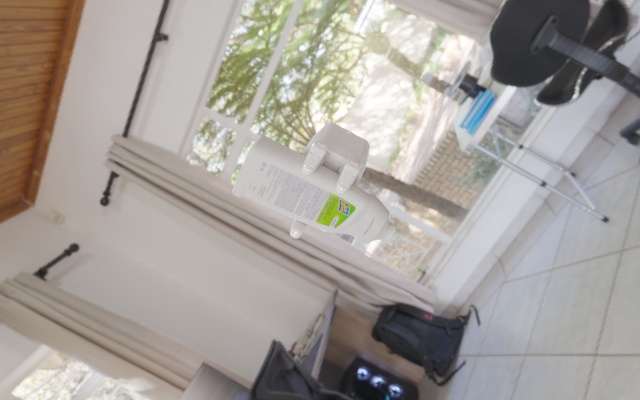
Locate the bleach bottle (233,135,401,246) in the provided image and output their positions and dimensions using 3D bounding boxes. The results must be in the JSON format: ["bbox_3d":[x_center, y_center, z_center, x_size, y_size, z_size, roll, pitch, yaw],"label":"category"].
[{"bbox_3d":[0.000,0.002,0.720,0.251,0.103,0.068,28,34,-1],"label":"bleach bottle"}]
